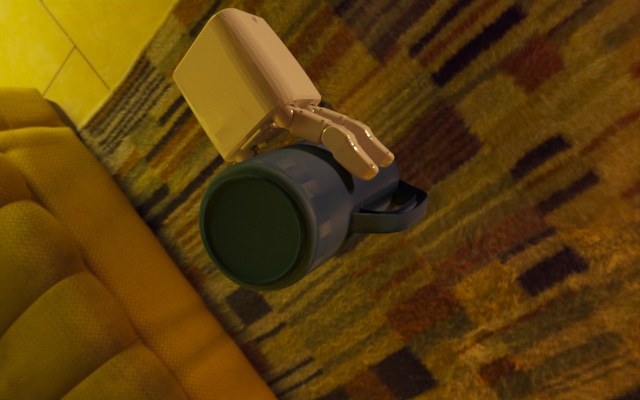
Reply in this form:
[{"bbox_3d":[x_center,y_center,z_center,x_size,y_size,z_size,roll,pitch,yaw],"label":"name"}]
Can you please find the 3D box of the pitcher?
[{"bbox_3d":[0.000,0.001,0.477,0.149,0.145,0.243,-35,-3,24],"label":"pitcher"}]
